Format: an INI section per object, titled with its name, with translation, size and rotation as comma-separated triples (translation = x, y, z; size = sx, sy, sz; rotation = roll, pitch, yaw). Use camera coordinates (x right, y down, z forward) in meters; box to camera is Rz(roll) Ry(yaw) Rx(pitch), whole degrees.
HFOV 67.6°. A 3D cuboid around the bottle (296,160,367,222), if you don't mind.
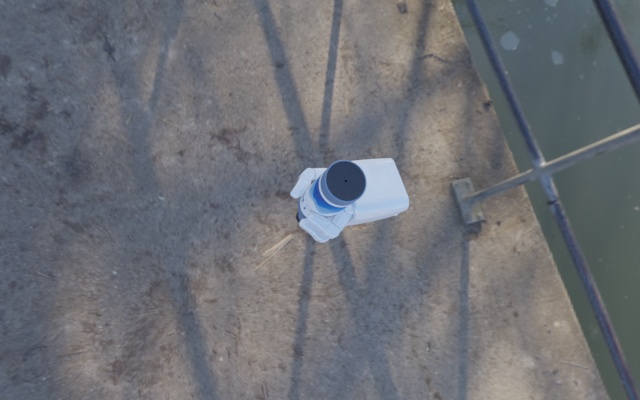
[bottle]
translation = 0.000, 0.003, 0.850
size = 0.069, 0.069, 0.296
rotation = 0, -13, -15
